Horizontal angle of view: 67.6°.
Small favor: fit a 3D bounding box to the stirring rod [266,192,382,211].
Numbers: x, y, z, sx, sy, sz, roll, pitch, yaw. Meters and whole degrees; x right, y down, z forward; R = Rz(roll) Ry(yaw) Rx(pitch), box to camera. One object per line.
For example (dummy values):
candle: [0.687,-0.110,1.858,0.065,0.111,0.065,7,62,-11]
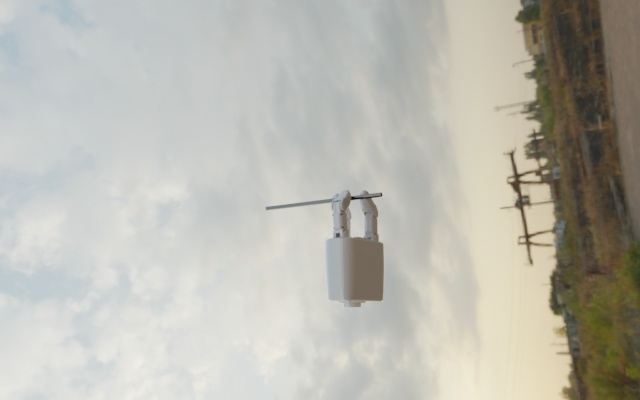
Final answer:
stirring rod: [0.000,0.003,0.887,0.239,0.011,0.011,-7,-3,27]
